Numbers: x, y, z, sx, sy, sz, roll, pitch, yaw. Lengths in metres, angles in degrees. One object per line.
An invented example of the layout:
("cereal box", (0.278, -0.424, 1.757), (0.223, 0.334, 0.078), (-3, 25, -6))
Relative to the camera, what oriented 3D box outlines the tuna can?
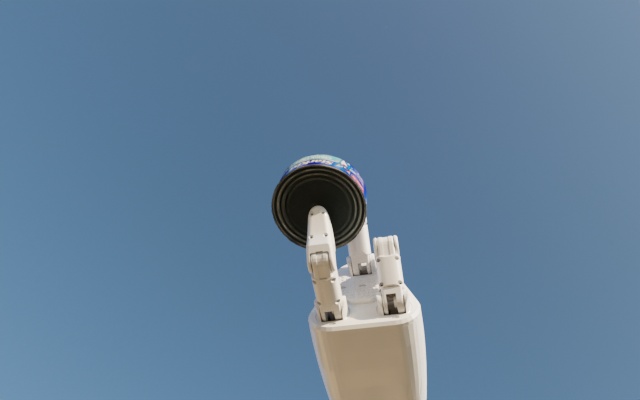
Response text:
("tuna can", (0.000, 0.001, 0.439), (0.086, 0.086, 0.033), (0, 25, 7))
